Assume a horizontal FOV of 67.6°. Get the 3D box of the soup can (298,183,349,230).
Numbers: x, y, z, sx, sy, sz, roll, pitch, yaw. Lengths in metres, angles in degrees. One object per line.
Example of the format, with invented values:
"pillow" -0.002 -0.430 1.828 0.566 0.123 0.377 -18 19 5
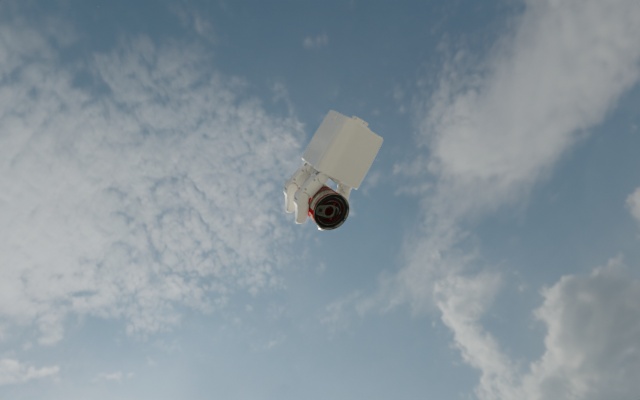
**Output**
"soup can" 0.000 0.003 0.872 0.068 0.068 0.102 0 20 -25
